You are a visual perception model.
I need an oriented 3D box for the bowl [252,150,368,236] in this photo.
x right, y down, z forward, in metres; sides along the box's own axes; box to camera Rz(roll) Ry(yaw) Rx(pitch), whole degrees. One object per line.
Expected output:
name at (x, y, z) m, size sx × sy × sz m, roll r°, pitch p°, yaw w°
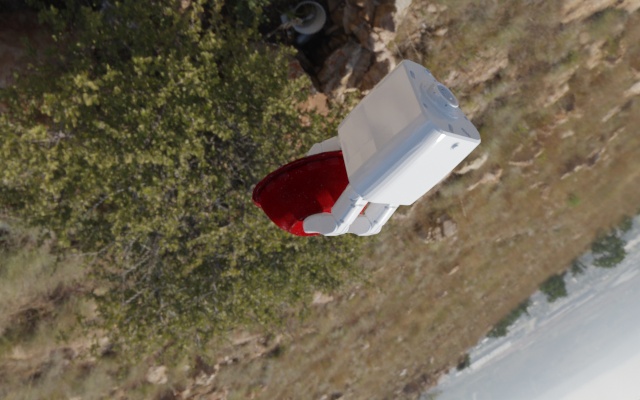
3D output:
bowl at (0.000, 0.003, 0.589) m, size 0.162 × 0.055 × 0.162 m, roll -14°, pitch -20°, yaw -5°
